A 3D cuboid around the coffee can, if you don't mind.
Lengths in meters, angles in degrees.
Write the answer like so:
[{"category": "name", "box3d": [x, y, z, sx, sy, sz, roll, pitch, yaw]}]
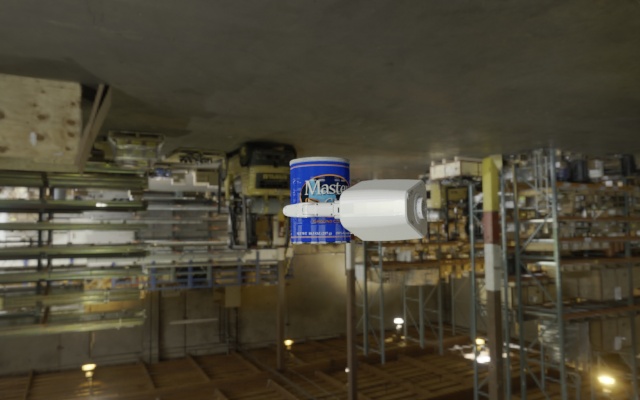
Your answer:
[{"category": "coffee can", "box3d": [0.000, 0.002, 0.808, 0.103, 0.140, 0.103, -1, -4, 0]}]
